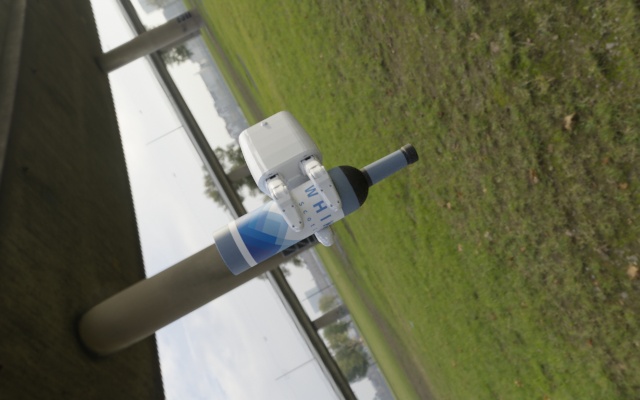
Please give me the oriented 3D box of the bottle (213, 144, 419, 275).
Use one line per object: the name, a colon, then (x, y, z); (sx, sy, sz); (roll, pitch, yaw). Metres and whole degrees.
bottle: (0.000, 0.002, 0.653); (0.295, 0.069, 0.069); (-28, 2, -4)
